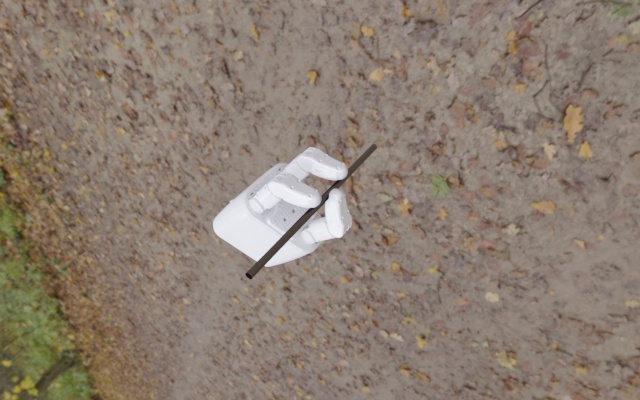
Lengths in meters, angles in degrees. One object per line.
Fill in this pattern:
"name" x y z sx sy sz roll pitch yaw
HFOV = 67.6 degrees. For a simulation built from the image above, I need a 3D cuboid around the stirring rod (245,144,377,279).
"stirring rod" 0.000 0.002 0.513 0.011 0.011 0.239 0 34 42
